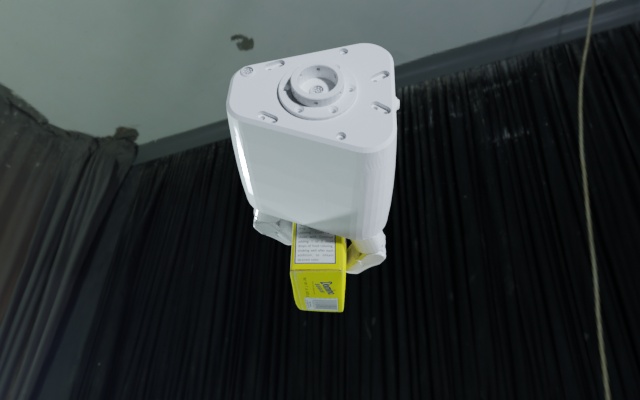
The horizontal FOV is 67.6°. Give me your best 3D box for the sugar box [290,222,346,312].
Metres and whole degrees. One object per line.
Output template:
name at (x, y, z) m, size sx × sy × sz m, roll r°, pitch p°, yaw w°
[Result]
sugar box at (0.001, 0.001, 0.431) m, size 0.048 × 0.176 × 0.093 m, roll 2°, pitch -31°, yaw 3°
